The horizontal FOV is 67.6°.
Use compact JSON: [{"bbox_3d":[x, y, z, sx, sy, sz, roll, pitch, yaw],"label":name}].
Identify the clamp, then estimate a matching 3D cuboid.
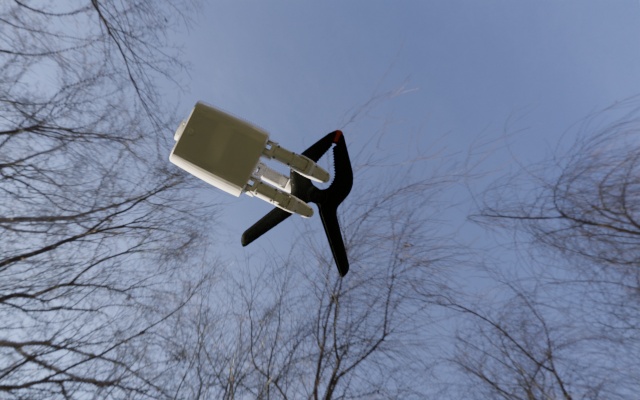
[{"bbox_3d":[0.000,0.002,0.698,0.164,0.210,0.036,26,-3,-13],"label":"clamp"}]
